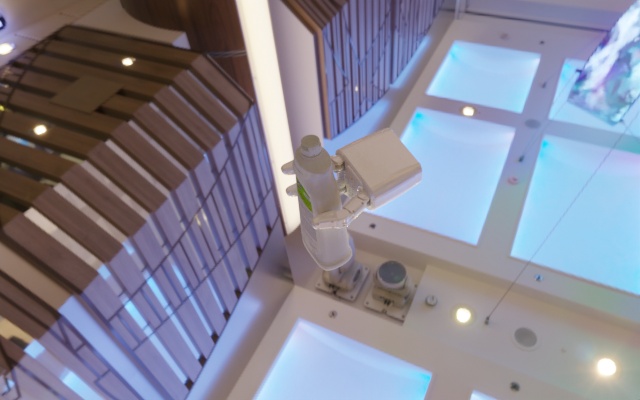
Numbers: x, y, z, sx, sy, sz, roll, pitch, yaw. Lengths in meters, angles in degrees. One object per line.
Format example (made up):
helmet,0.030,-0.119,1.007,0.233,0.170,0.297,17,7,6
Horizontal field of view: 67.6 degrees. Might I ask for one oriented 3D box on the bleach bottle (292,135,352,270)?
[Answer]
bleach bottle,0.000,0.003,0.783,0.068,0.251,0.102,-27,50,-18
